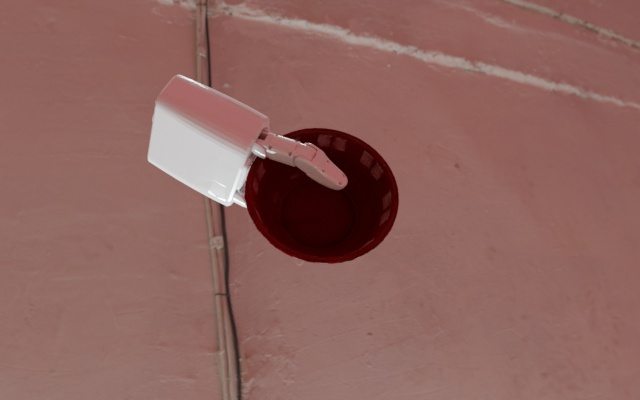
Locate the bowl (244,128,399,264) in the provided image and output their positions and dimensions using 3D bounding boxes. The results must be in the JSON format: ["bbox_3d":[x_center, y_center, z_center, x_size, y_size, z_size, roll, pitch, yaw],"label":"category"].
[{"bbox_3d":[0.001,0.003,0.518,0.162,0.162,0.055,0,-29,-7],"label":"bowl"}]
